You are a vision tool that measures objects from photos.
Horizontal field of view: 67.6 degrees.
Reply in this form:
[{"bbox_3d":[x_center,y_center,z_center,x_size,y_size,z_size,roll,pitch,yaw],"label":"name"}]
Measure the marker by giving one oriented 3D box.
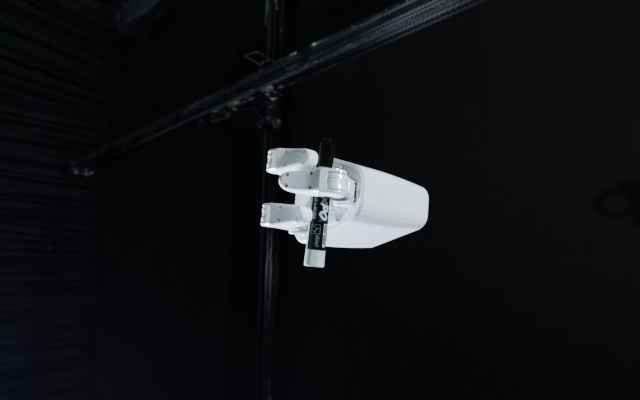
[{"bbox_3d":[0.000,0.001,0.449,0.020,0.121,0.020,6,-7,1],"label":"marker"}]
